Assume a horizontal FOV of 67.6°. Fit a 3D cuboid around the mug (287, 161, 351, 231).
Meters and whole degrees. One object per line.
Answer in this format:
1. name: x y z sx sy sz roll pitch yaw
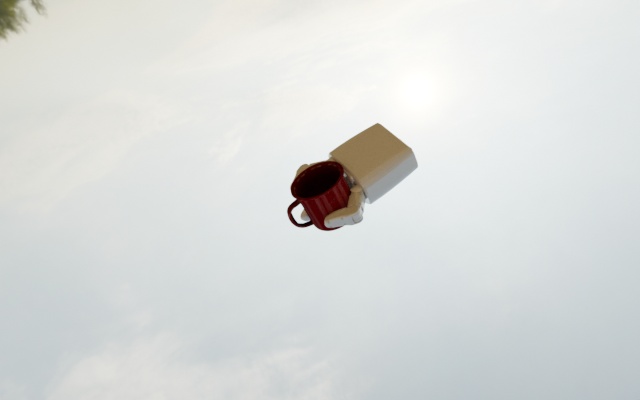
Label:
1. mug: -0.001 0.004 0.779 0.117 0.081 0.093 -35 35 -9
